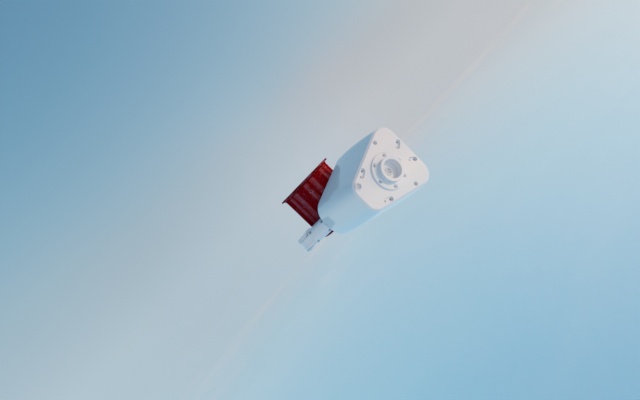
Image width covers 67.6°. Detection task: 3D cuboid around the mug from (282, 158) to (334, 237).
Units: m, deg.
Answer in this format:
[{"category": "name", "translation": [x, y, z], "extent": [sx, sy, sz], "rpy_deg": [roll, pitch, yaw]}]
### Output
[{"category": "mug", "translation": [0.000, 0.003, 0.709], "extent": [0.093, 0.081, 0.117], "rpy_deg": [-48, 4, -27]}]
